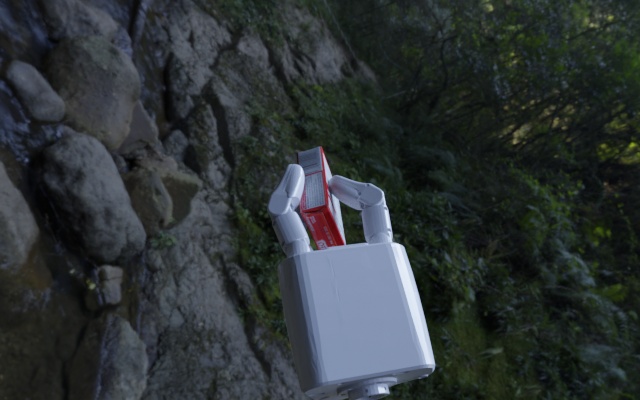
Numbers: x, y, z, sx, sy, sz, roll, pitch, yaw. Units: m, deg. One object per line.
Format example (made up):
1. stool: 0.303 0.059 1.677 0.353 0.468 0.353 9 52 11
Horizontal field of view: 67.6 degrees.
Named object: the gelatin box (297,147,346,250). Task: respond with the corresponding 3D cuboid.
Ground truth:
1. gelatin box: 0.000 0.001 0.490 0.030 0.089 0.073 -14 -43 8
